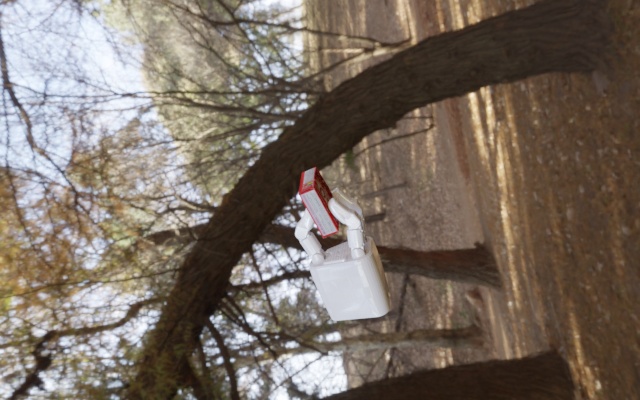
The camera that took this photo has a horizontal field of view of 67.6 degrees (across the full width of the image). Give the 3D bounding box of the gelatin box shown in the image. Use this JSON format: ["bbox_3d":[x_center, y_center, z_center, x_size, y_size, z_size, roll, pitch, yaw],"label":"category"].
[{"bbox_3d":[0.000,0.002,0.747,0.030,0.089,0.073,-22,26,15],"label":"gelatin box"}]
